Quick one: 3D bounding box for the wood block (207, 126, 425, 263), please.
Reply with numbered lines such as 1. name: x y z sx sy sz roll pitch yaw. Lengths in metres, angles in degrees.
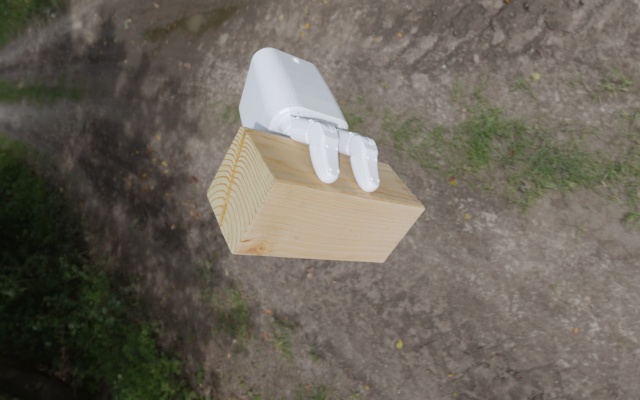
1. wood block: 0.000 0.002 0.511 0.206 0.091 0.090 9 35 -40
